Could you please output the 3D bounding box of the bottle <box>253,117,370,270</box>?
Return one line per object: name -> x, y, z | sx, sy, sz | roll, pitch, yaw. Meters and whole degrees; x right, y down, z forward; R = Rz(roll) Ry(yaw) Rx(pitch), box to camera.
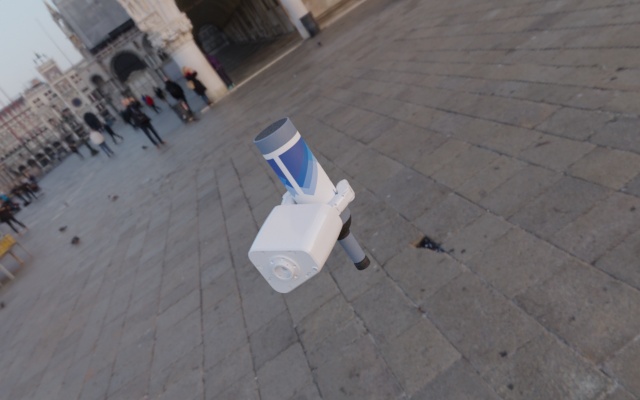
bottle -> 0.000, 0.002, 0.795 | 0.069, 0.296, 0.069 | -29, 22, 13
